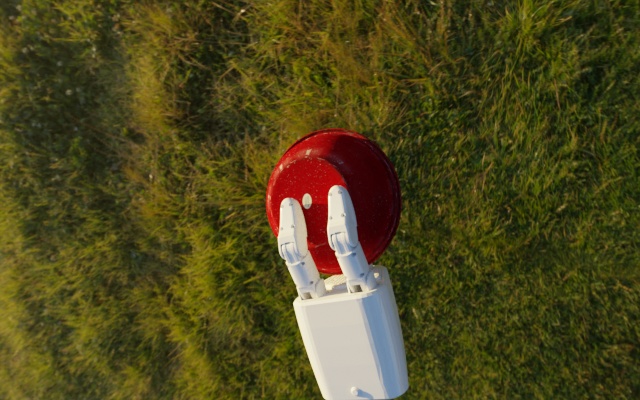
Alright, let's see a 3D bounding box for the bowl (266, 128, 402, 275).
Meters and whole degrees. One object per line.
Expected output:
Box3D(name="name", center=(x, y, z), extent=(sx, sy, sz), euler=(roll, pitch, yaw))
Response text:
Box3D(name="bowl", center=(-0.001, 0.000, 0.502), extent=(0.162, 0.162, 0.055), euler=(0, 1, 26))
